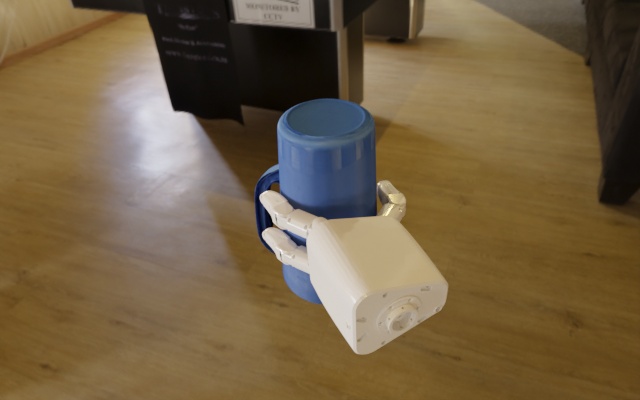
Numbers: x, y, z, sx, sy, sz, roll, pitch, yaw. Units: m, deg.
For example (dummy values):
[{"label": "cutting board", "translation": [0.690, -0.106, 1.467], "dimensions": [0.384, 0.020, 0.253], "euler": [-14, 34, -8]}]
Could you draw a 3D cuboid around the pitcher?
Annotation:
[{"label": "pitcher", "translation": [0.000, 0.002, 0.596], "dimensions": [0.149, 0.243, 0.145], "euler": [-15, 40, -15]}]
